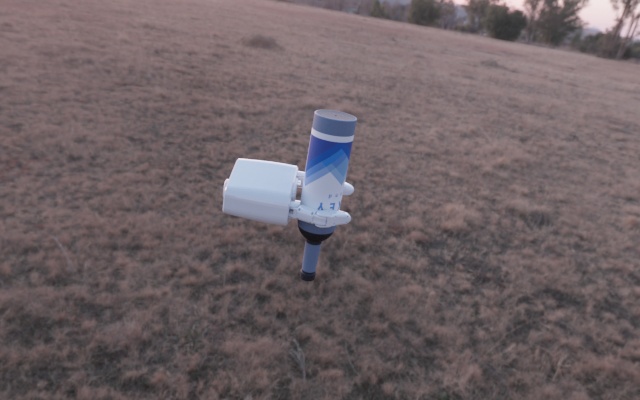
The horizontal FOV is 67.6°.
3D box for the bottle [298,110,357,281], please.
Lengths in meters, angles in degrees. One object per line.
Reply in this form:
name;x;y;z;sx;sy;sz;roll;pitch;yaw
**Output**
bottle;0.000;0.002;0.791;0.069;0.296;0.069;9;23;-4
